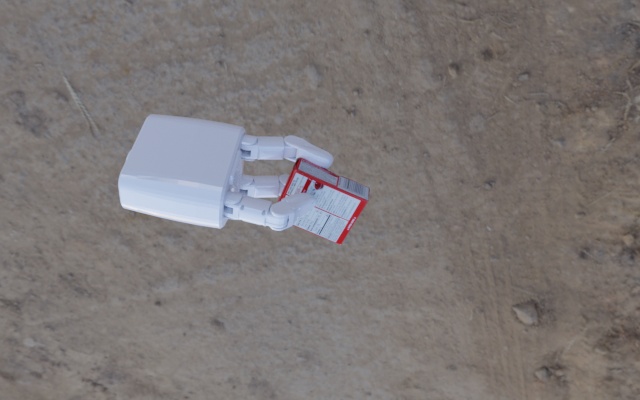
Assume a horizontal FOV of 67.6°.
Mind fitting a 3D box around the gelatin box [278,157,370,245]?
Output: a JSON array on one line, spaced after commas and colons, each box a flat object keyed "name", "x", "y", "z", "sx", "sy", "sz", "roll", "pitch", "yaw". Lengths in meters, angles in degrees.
[{"name": "gelatin box", "x": 0.000, "y": 0.002, "z": 0.537, "sx": 0.089, "sy": 0.073, "sz": 0.030, "roll": 23, "pitch": 36, "yaw": -6}]
